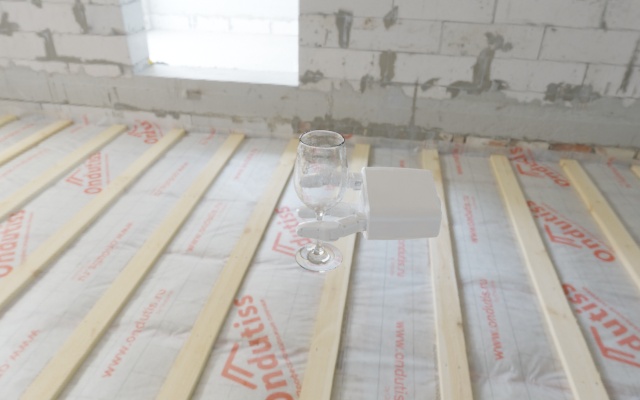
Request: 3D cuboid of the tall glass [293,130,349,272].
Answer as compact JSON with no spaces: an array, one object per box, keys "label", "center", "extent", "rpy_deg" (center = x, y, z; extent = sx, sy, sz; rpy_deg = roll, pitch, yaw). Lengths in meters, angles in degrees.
[{"label":"tall glass","center":[0.000,0.003,0.691],"extent":[0.079,0.201,0.079],"rpy_deg":[1,31,0]}]
